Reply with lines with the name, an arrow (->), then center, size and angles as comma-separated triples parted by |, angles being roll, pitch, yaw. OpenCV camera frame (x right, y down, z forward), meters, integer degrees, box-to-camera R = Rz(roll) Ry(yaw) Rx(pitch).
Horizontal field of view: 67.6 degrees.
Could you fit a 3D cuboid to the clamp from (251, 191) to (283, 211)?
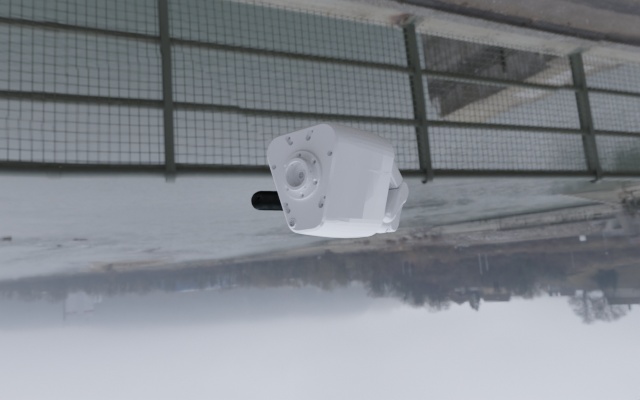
clamp -> 0.000, 0.003, 0.611 | 0.171, 0.039, 0.120 | -10, -10, 36
